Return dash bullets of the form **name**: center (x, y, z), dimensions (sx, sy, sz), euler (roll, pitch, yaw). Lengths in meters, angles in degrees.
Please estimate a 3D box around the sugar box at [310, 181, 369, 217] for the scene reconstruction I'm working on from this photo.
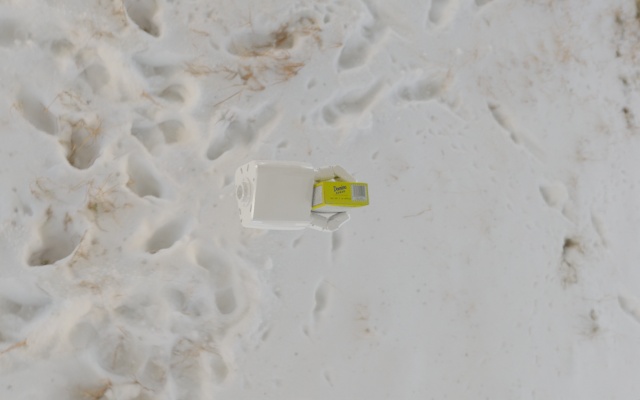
- **sugar box**: center (0.000, 0.002, 0.868), dimensions (0.093, 0.048, 0.176), euler (2, -9, -32)
